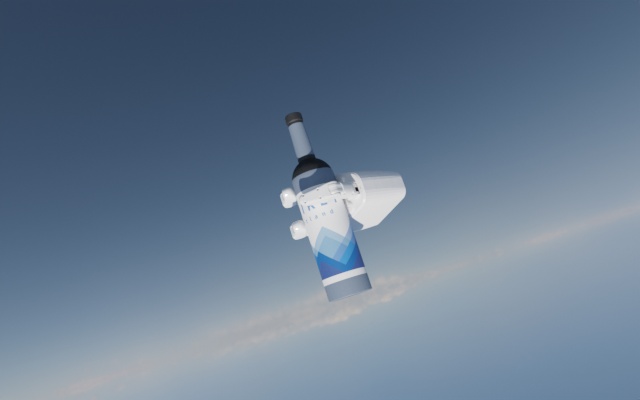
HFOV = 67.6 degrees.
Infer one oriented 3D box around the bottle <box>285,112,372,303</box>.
[{"bbox_3d":[0.000,0.003,0.728,0.069,0.295,0.069,-17,-12,-4],"label":"bottle"}]
